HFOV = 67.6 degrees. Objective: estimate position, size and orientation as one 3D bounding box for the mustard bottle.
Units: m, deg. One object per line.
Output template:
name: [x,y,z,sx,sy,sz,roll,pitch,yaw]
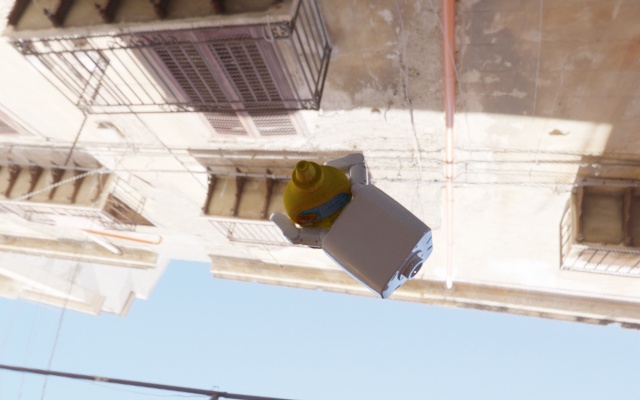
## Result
mustard bottle: [0.000,0.002,0.667,0.096,0.058,0.192,-25,-31,1]
